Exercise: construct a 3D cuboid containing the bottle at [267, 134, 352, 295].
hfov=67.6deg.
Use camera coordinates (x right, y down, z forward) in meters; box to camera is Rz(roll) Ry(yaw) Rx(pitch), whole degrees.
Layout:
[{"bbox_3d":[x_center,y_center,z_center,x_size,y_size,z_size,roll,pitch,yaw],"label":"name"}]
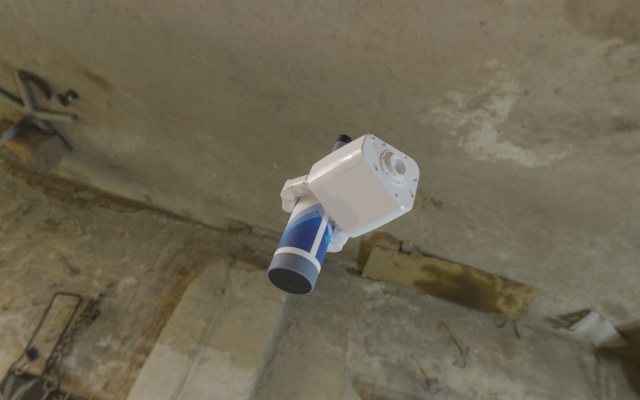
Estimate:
[{"bbox_3d":[0.000,0.003,0.734,0.069,0.295,0.069,13,-40,11],"label":"bottle"}]
